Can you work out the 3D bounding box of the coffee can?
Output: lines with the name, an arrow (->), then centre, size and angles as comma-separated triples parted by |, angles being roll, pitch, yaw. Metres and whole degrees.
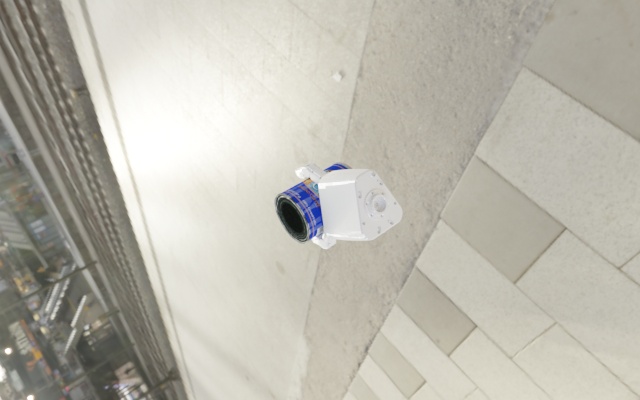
coffee can -> 0.000, 0.003, 0.893 | 0.140, 0.103, 0.103 | -30, 15, -28
